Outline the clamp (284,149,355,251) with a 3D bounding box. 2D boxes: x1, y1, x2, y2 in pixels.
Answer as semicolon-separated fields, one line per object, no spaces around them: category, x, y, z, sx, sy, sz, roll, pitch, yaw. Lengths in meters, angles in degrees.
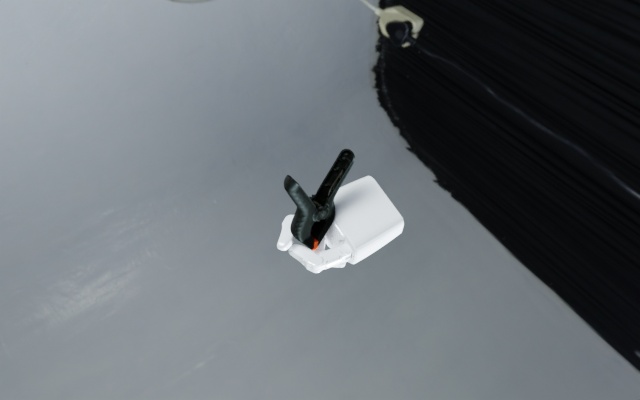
clamp;0.000;0.003;0.698;0.120;0.039;0.172;-28;-34;-23
